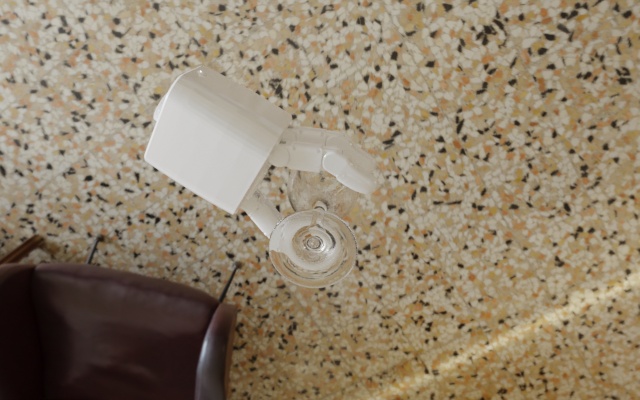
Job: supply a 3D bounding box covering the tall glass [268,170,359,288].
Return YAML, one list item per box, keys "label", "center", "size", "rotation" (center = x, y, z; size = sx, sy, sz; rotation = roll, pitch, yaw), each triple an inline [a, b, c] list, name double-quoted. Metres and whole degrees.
- label: "tall glass"
  center: [0.000, 0.002, 0.485]
  size: [0.079, 0.079, 0.201]
  rotation: [0, 23, 5]
